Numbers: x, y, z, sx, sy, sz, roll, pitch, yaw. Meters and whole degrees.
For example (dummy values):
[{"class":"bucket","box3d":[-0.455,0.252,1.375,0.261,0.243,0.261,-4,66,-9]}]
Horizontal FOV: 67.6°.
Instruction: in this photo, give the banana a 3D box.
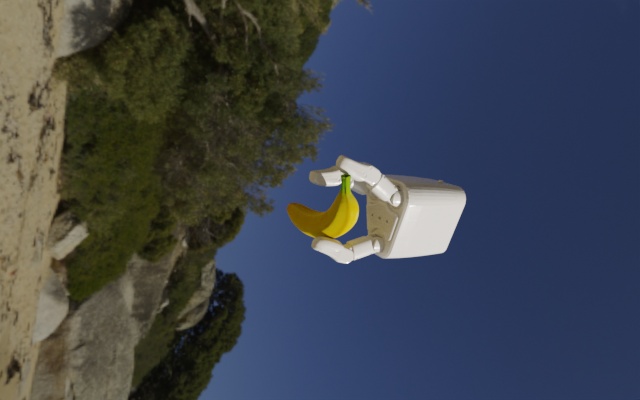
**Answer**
[{"class":"banana","box3d":[0.004,0.020,0.649,0.037,0.069,0.198,-2,-11,-27]}]
